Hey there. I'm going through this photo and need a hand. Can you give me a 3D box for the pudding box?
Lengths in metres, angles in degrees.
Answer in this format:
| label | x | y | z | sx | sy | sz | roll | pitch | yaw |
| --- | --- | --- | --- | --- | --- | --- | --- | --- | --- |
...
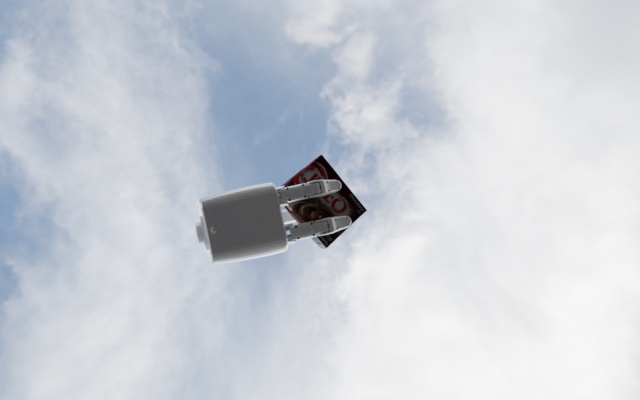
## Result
| label | x | y | z | sx | sy | sz | roll | pitch | yaw |
| --- | --- | --- | --- | --- | --- | --- | --- | --- | --- |
| pudding box | 0.000 | 0.002 | 0.718 | 0.090 | 0.113 | 0.039 | -41 | 7 | -19 |
